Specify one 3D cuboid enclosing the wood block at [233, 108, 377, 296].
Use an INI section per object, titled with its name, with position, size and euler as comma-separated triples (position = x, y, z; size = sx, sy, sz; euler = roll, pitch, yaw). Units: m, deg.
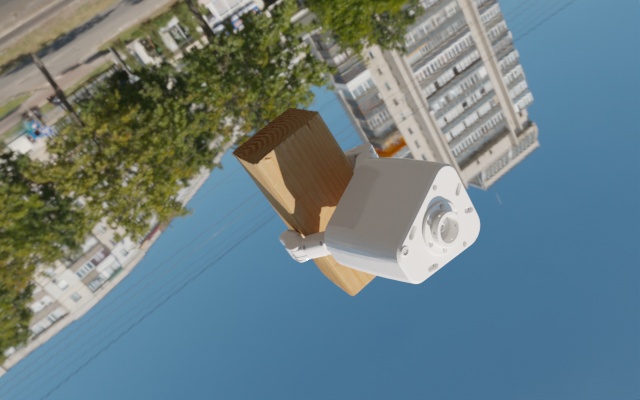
[wood block]
position = 0.000, 0.002, 0.569
size = 0.091, 0.206, 0.090
euler = -40, 27, -12
